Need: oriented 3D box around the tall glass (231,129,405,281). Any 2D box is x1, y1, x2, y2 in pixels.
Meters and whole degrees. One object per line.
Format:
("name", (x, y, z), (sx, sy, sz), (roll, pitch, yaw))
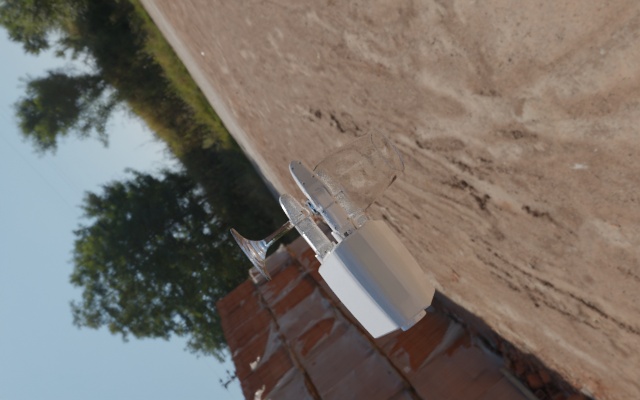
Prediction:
("tall glass", (-0.001, 0.002, 0.549), (0.201, 0.079, 0.079), (-38, 4, -6))
